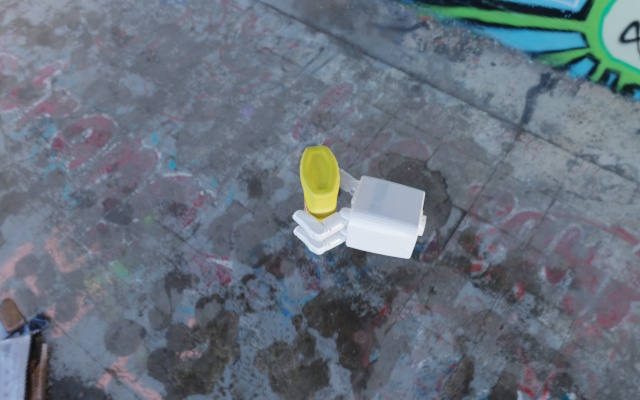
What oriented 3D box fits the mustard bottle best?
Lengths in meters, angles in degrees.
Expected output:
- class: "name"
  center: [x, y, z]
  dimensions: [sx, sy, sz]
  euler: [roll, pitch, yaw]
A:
- class: "mustard bottle"
  center: [0.000, 0.002, 0.782]
  dimensions: [0.058, 0.096, 0.192]
  euler: [-8, -30, -4]
